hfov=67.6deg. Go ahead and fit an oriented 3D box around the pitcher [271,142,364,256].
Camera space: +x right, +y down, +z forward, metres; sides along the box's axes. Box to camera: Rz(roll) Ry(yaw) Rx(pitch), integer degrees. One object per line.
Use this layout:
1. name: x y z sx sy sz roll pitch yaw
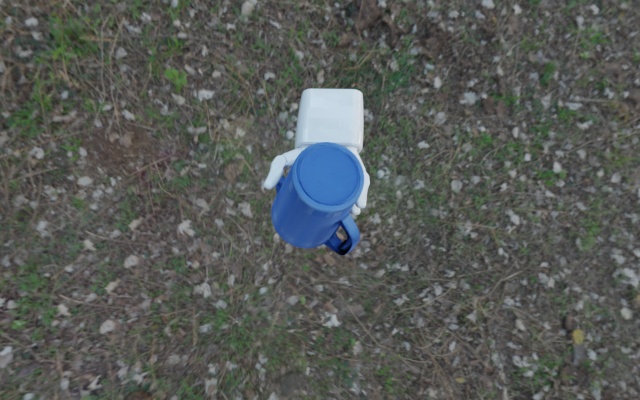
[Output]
1. pitcher: 0.000 0.002 0.793 0.149 0.145 0.243 7 -16 -8
